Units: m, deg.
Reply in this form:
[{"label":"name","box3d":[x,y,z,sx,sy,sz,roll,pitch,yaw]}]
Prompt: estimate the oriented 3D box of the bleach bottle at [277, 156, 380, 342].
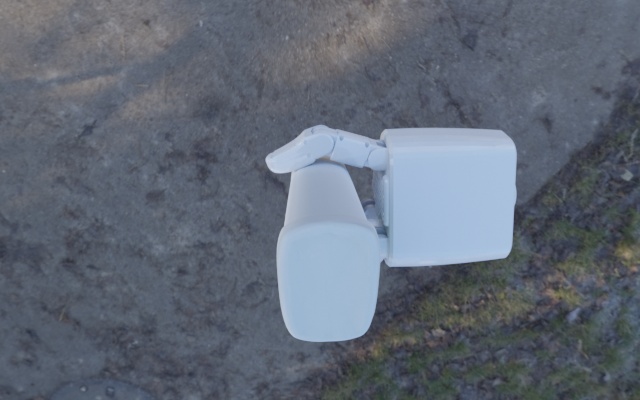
[{"label":"bleach bottle","box3d":[0.000,0.001,0.423,0.068,0.103,0.250,-1,28,-2]}]
